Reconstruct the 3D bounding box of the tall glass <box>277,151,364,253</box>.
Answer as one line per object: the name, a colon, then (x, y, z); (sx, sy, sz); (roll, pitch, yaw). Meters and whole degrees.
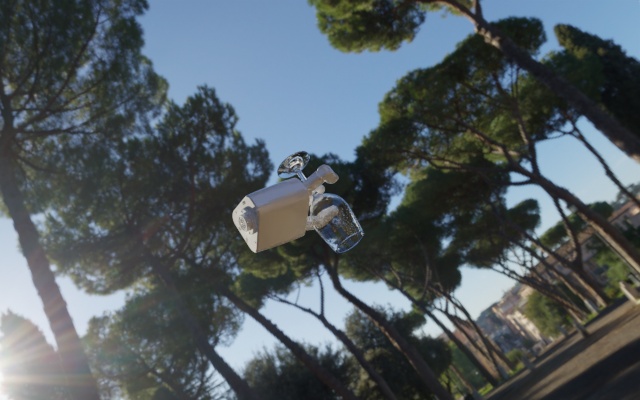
tall glass: (0.000, 0.002, 0.898); (0.079, 0.201, 0.079); (-30, -24, -15)
